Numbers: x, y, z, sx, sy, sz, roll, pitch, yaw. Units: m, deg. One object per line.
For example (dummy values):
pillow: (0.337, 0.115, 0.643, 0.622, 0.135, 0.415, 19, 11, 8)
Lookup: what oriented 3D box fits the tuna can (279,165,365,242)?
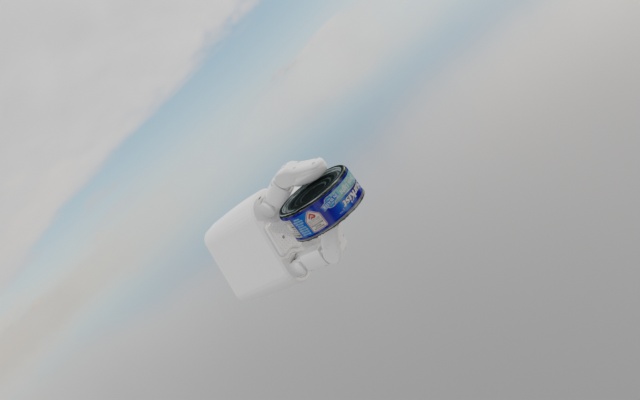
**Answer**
tuna can: (0.000, 0.001, 0.482, 0.086, 0.034, 0.086, -34, 15, 11)
